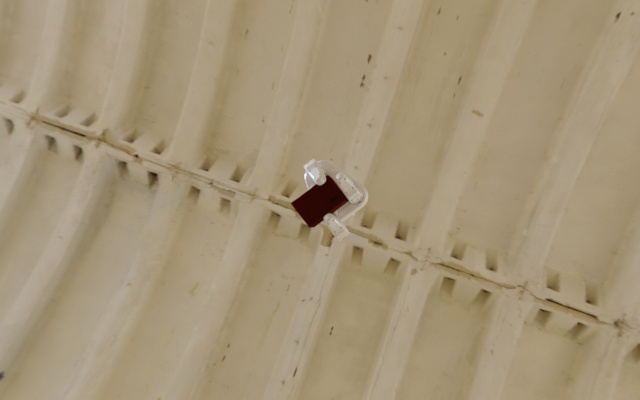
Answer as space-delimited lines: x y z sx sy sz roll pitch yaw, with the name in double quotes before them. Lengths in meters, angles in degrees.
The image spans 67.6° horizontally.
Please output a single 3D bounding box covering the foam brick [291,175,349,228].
"foam brick" 0.000 0.003 0.796 0.078 0.053 0.051 -37 -7 5
